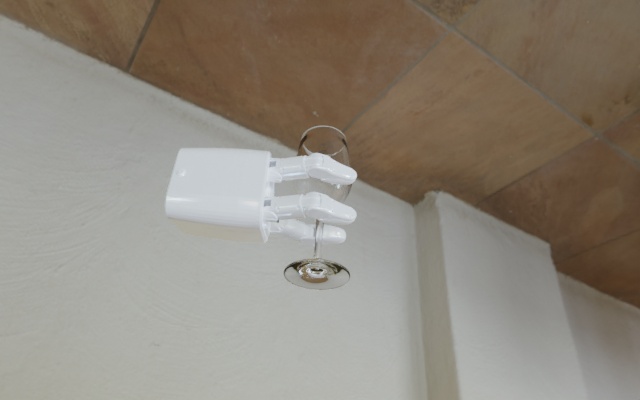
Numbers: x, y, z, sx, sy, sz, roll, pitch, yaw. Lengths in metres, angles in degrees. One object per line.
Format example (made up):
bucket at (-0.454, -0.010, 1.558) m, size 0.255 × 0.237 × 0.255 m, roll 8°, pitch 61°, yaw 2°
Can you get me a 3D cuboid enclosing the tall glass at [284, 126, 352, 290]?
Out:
tall glass at (0.000, 0.003, 0.585) m, size 0.079 × 0.201 × 0.079 m, roll 2°, pitch -35°, yaw 2°
